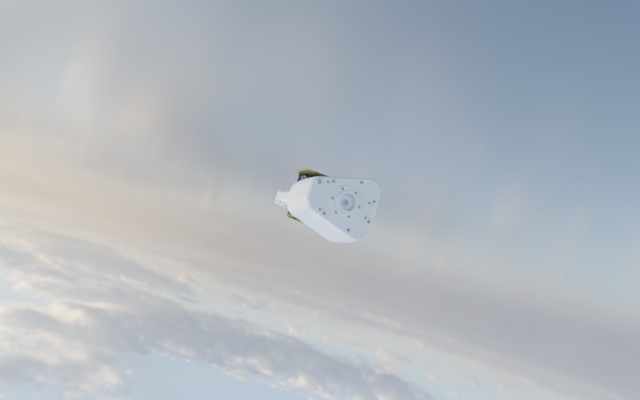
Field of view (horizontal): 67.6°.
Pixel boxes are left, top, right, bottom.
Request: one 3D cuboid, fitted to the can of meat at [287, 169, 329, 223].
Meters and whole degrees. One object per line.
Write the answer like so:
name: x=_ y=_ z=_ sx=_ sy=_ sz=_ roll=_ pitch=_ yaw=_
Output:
can of meat: x=0.000 y=0.003 z=0.823 sx=0.102 sy=0.084 sz=0.057 roll=19 pitch=-10 yaw=-20
